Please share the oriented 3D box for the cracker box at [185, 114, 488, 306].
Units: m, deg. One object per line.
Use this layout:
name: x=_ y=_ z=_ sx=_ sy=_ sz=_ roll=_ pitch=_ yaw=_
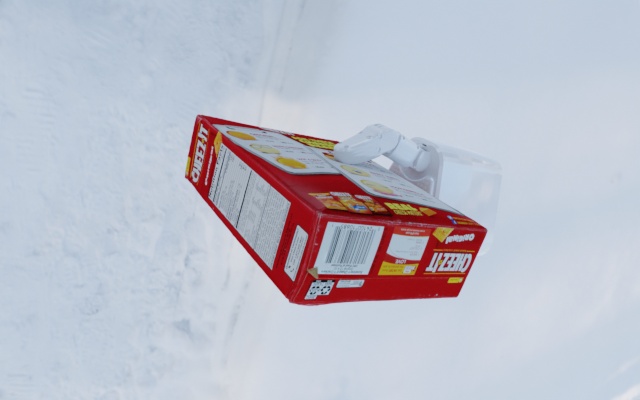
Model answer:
cracker box: x=0.000 y=0.001 z=0.401 sx=0.164 sy=0.072 sz=0.213 roll=6 pitch=20 yaw=-37
